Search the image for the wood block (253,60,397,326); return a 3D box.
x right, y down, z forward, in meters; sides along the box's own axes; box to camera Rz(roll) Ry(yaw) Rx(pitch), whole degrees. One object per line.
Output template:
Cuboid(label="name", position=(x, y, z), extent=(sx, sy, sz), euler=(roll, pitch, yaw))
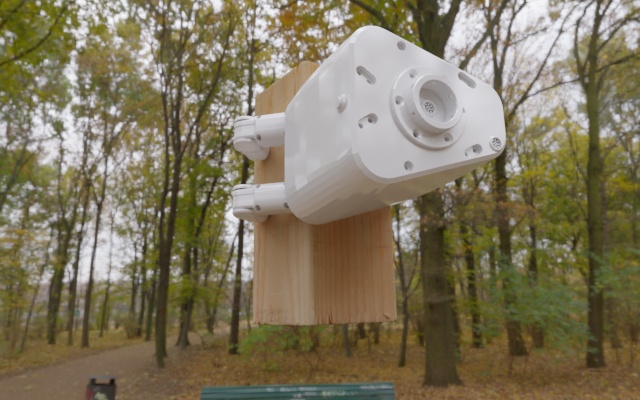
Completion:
Cuboid(label="wood block", position=(0.001, 0.001, 0.417), extent=(0.091, 0.206, 0.090), euler=(8, -16, -35))
